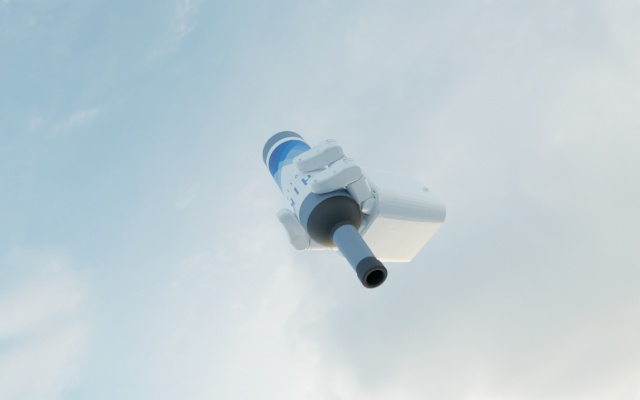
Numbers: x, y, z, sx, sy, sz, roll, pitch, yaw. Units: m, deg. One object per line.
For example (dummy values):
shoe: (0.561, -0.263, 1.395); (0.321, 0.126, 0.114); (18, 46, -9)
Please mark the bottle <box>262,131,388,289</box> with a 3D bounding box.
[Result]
bottle: (0.000, 0.002, 0.567); (0.069, 0.069, 0.295); (0, 29, -24)
